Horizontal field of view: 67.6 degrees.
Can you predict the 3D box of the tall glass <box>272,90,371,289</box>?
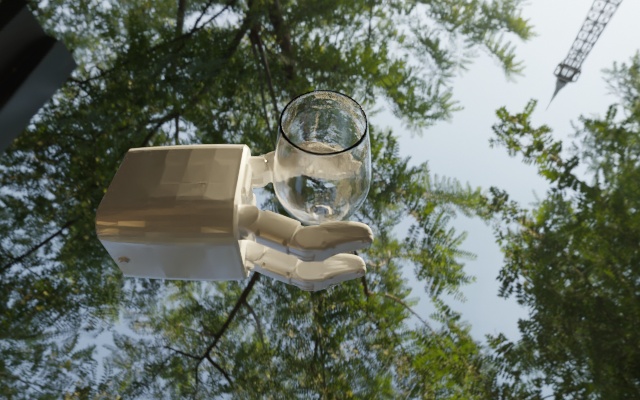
[{"bbox_3d":[0.000,0.002,0.410,0.079,0.079,0.201,0,-34,-2],"label":"tall glass"}]
